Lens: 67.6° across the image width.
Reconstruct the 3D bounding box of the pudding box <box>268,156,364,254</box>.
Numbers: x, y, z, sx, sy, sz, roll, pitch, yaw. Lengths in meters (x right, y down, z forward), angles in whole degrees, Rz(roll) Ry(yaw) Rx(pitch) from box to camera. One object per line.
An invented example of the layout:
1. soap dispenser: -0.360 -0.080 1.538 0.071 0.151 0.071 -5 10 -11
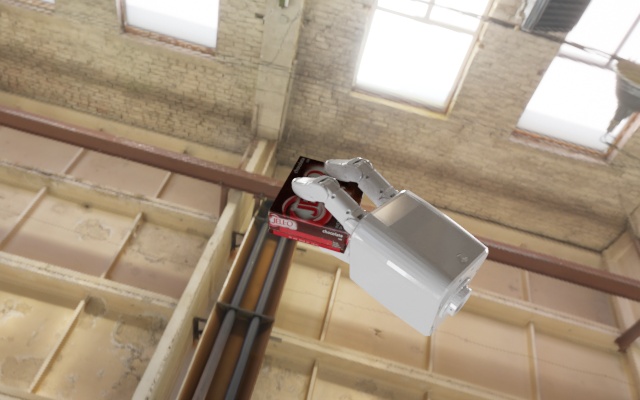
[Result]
1. pudding box: 0.000 0.002 0.547 0.090 0.039 0.113 16 39 7
